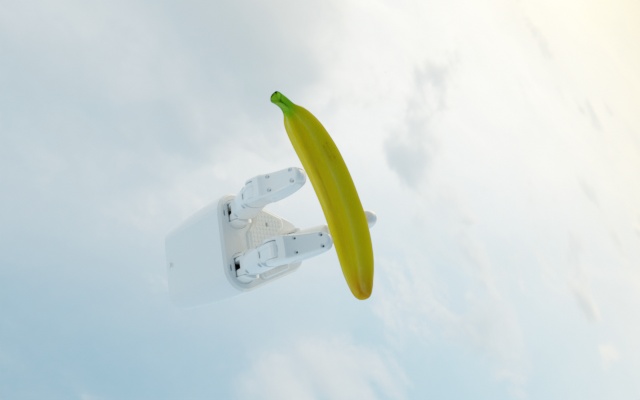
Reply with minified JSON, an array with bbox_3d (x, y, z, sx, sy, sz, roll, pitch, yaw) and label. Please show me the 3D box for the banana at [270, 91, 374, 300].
[{"bbox_3d":[0.008,-0.007,0.443,0.037,0.198,0.069,-24,3,33],"label":"banana"}]
